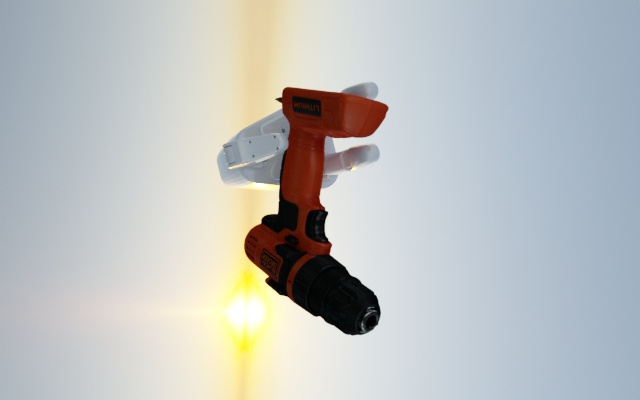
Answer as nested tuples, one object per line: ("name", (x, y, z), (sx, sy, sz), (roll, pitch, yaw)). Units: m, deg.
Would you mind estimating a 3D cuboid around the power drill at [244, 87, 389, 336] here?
("power drill", (0.000, 0.001, 0.416), (0.057, 0.188, 0.184), (6, 12, -39))
